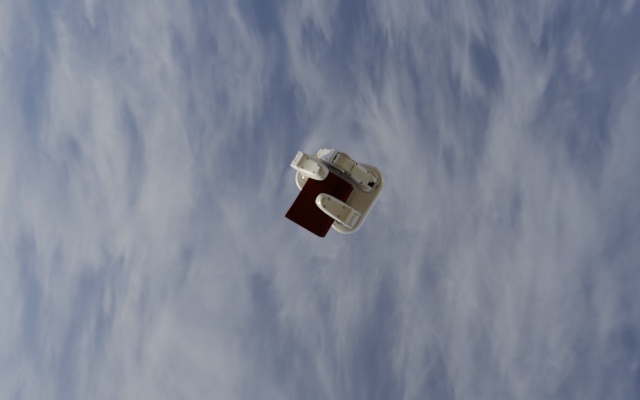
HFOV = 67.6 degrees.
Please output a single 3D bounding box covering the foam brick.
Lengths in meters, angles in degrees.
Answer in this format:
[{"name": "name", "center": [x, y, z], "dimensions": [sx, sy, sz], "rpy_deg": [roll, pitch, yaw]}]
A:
[{"name": "foam brick", "center": [0.000, 0.002, 0.604], "dimensions": [0.053, 0.078, 0.051], "rpy_deg": [32, -1, 8]}]
